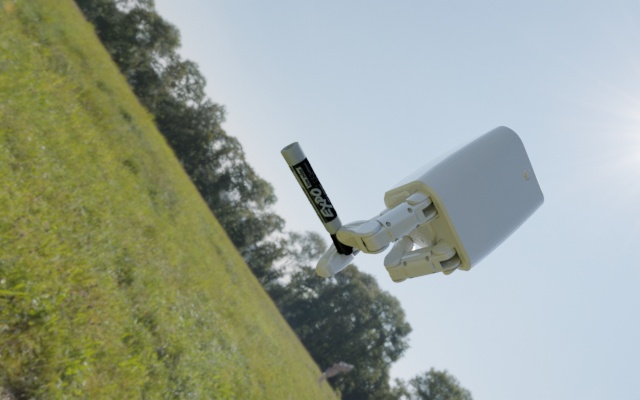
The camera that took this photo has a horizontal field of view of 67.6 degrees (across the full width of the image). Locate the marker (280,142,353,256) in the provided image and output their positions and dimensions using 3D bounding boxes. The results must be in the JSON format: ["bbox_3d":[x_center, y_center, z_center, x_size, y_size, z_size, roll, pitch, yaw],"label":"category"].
[{"bbox_3d":[0.000,0.001,0.445,0.020,0.121,0.020,-26,19,10],"label":"marker"}]
